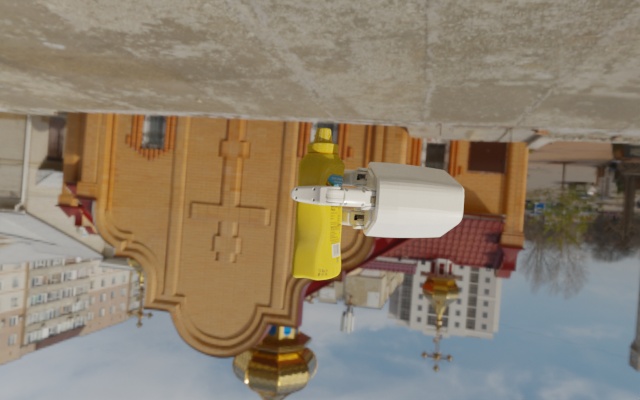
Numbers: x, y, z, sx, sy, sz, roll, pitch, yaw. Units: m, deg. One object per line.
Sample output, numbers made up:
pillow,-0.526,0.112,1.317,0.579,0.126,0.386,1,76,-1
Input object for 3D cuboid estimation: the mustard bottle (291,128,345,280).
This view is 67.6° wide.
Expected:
mustard bottle,0.000,0.002,0.621,0.058,0.191,0.096,3,0,20
